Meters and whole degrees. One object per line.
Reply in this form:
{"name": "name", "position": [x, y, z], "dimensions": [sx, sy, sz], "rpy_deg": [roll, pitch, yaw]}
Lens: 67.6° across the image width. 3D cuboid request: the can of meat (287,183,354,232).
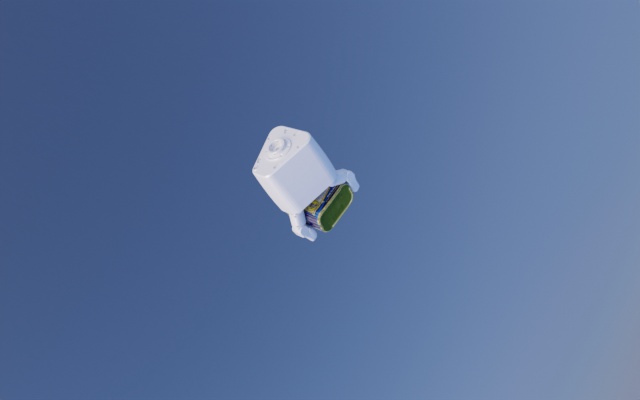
{"name": "can of meat", "position": [0.000, 0.003, 0.894], "dimensions": [0.084, 0.102, 0.057], "rpy_deg": [20, -26, 39]}
